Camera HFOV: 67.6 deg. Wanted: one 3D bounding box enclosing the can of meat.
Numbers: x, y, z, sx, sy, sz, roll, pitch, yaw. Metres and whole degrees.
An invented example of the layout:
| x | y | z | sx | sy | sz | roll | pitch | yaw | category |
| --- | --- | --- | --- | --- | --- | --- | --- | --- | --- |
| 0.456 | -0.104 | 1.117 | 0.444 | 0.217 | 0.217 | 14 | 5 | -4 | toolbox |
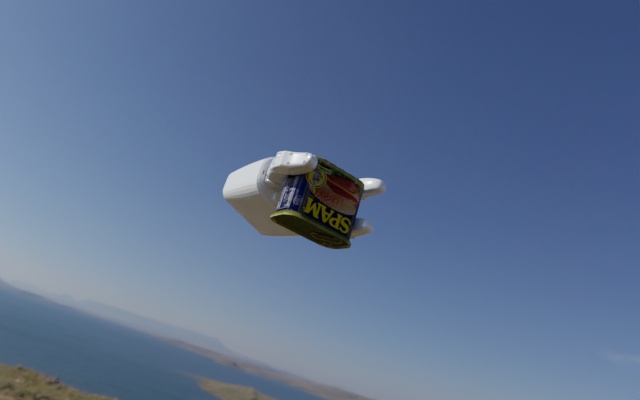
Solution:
| x | y | z | sx | sy | sz | roll | pitch | yaw | category |
| --- | --- | --- | --- | --- | --- | --- | --- | --- | --- |
| 0.000 | 0.002 | 0.587 | 0.102 | 0.084 | 0.057 | 29 | -23 | -28 | can of meat |
